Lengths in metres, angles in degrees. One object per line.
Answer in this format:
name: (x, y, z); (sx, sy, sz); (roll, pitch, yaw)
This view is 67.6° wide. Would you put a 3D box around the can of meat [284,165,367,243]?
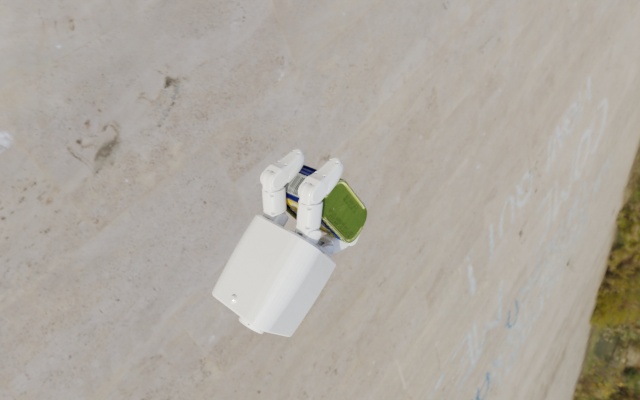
can of meat: (0.000, 0.002, 0.581); (0.084, 0.057, 0.102); (24, -15, 39)
